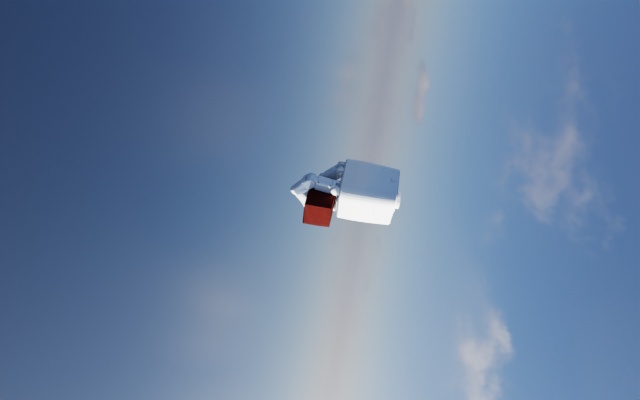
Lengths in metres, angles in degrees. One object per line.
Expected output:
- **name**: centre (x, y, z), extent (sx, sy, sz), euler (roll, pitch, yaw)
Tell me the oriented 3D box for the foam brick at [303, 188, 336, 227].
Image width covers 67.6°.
- **foam brick**: centre (0.000, 0.003, 0.896), extent (0.051, 0.053, 0.078), euler (11, 46, 4)
